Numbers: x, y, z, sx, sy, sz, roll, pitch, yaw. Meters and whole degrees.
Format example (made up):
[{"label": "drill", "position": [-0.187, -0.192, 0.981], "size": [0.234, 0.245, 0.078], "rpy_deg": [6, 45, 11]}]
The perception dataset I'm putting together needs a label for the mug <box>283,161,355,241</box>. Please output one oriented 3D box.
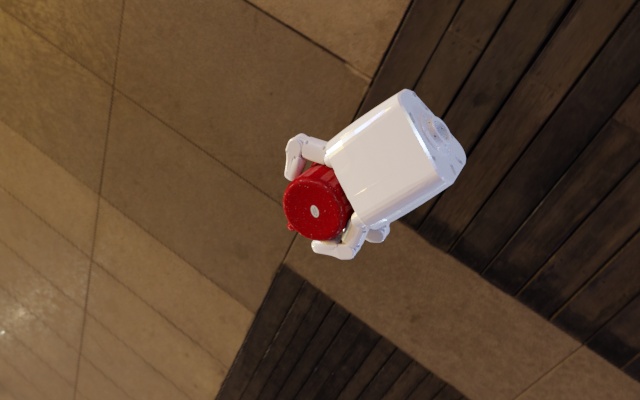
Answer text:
[{"label": "mug", "position": [-0.001, 0.003, 0.582], "size": [0.117, 0.093, 0.081], "rpy_deg": [-35, 4, 37]}]
